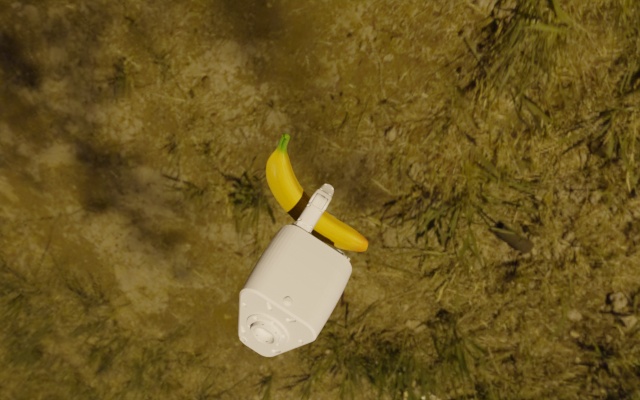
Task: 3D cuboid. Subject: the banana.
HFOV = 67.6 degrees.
[{"bbox_3d":[-0.015,0.006,0.652,0.070,0.198,0.037,-25,21,38],"label":"banana"}]
